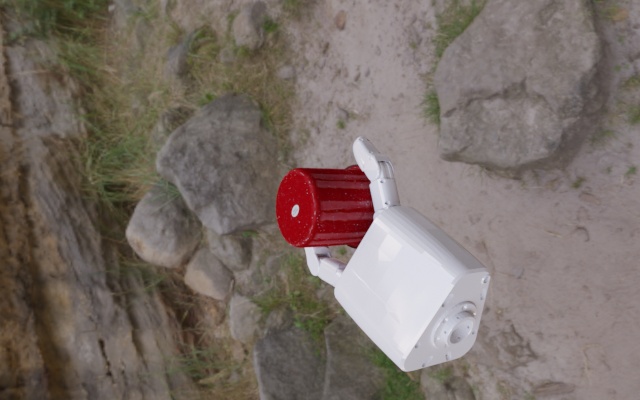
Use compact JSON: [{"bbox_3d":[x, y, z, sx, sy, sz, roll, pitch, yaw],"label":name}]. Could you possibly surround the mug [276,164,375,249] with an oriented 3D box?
[{"bbox_3d":[-0.001,0.001,0.512,0.081,0.093,0.117,-1,28,-34],"label":"mug"}]
